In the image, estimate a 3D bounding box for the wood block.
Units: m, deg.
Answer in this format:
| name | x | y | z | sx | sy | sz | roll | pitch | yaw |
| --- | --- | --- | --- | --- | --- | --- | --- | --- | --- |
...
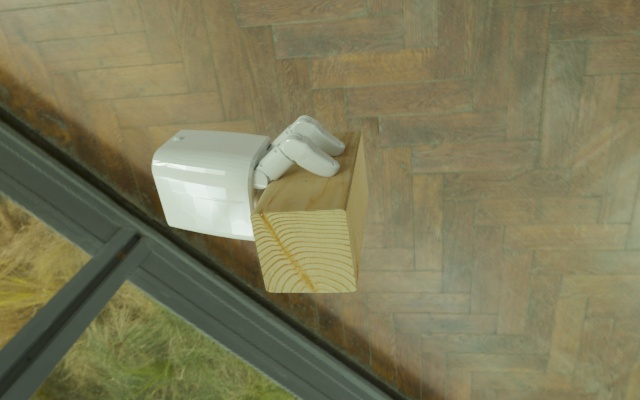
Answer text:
| name | x | y | z | sx | sy | sz | roll | pitch | yaw |
| --- | --- | --- | --- | --- | --- | --- | --- | --- | --- |
| wood block | 0.000 | 0.002 | 0.524 | 0.090 | 0.091 | 0.206 | -3 | 27 | 11 |
